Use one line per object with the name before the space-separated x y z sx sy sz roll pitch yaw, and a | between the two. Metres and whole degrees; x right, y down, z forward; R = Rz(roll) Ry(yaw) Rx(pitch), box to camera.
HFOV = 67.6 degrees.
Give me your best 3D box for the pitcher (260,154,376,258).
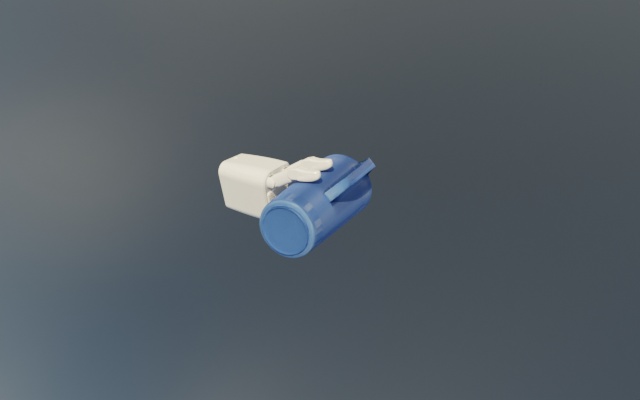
pitcher | 0.000 0.003 0.884 0.145 0.149 0.242 14 27 22
